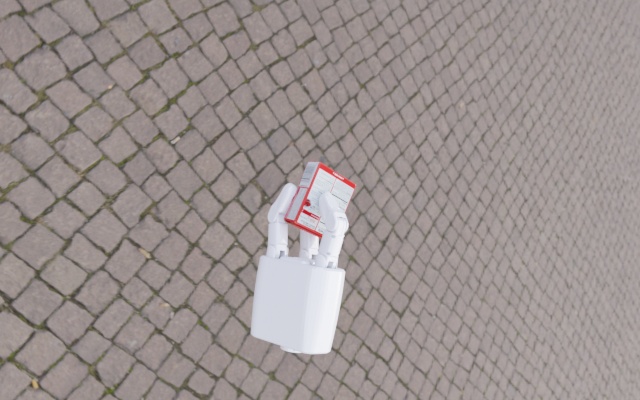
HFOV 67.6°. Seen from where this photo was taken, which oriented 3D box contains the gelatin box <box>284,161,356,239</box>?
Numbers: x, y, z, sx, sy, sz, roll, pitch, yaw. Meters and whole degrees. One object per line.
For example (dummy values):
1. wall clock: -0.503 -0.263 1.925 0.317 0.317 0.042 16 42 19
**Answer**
1. gelatin box: 0.001 0.002 0.640 0.073 0.089 0.030 28 -10 -37
